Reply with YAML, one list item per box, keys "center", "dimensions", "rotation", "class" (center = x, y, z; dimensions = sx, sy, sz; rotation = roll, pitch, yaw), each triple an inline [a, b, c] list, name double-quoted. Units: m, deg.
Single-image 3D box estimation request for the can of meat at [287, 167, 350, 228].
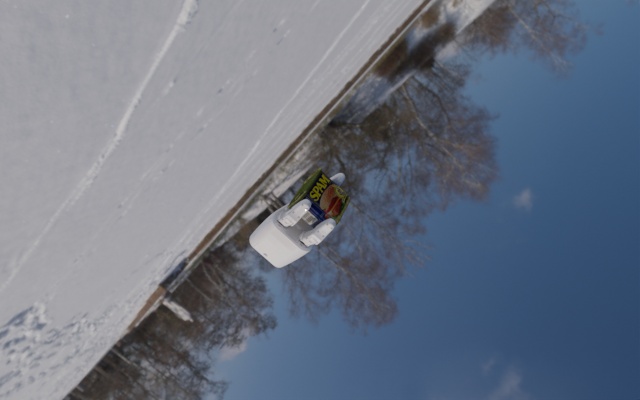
- center: [0.000, 0.003, 0.875]
  dimensions: [0.057, 0.084, 0.102]
  rotation: [-39, 13, 42]
  class: "can of meat"
